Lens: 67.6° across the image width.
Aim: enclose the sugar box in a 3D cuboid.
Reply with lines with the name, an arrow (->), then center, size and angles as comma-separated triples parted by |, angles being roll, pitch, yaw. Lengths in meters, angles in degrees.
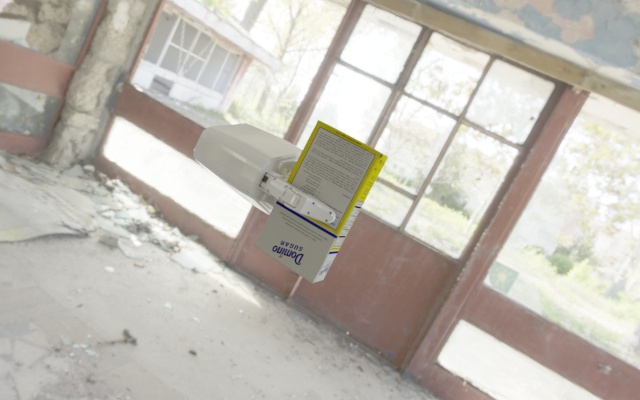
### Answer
sugar box -> 0.000, 0.002, 0.587 | 0.093, 0.176, 0.048 | 30, 9, 19
